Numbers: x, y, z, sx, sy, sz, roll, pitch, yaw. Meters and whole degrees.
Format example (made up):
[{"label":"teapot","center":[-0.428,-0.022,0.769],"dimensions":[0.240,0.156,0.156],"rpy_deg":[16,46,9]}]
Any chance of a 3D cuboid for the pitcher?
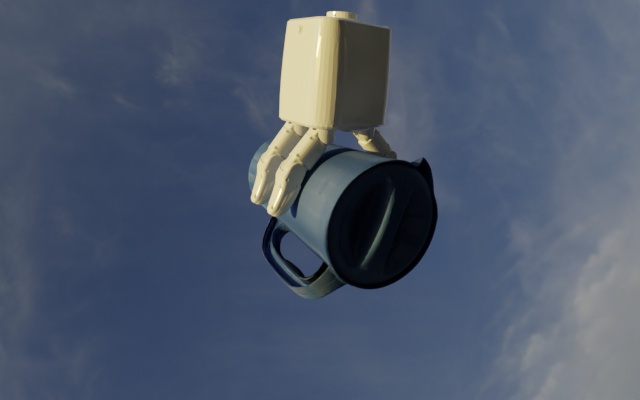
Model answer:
[{"label":"pitcher","center":[0.000,0.002,0.554],"dimensions":[0.149,0.145,0.242],"rpy_deg":[-6,19,-29]}]
